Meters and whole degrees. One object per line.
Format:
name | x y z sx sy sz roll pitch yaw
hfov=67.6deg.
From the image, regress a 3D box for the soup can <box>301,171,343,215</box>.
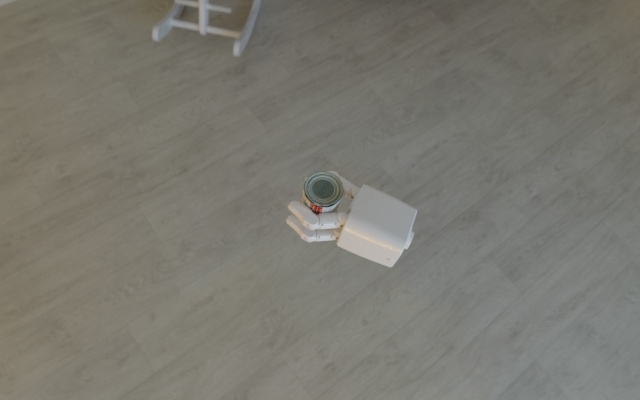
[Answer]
soup can | 0.000 0.002 0.826 0.068 0.068 0.102 0 -26 -7
